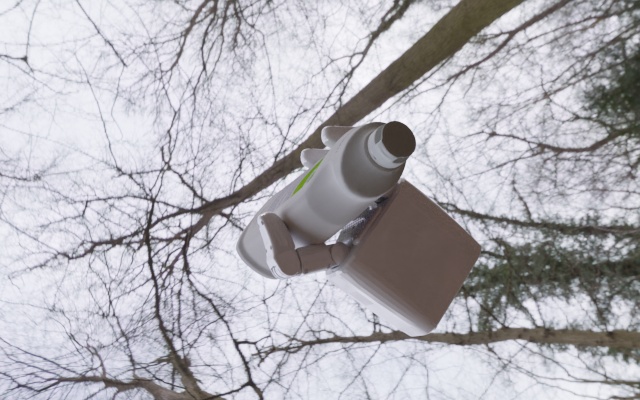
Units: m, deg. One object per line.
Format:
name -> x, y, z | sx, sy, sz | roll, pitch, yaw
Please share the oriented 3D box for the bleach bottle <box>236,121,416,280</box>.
bleach bottle -> 0.000, 0.001, 0.434 | 0.068, 0.102, 0.251 | 38, -29, -8
